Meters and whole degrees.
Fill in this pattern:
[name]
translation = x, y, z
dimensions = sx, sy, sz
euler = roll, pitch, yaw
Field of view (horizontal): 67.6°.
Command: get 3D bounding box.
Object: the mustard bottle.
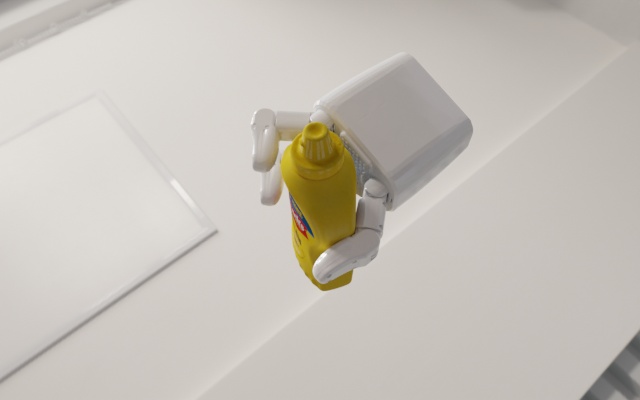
[mustard bottle]
translation = 0.000, 0.002, 0.417
dimensions = 0.058, 0.096, 0.192
euler = -15, -31, -8
